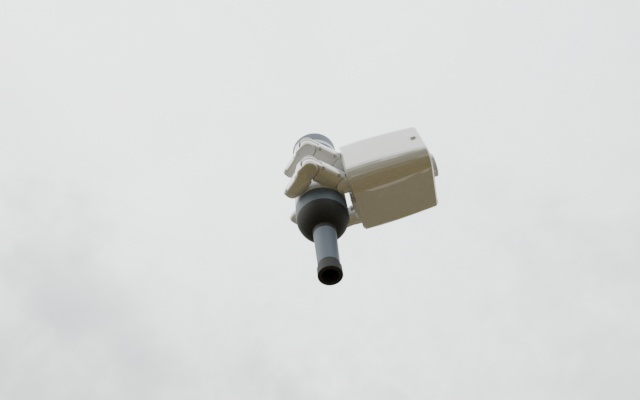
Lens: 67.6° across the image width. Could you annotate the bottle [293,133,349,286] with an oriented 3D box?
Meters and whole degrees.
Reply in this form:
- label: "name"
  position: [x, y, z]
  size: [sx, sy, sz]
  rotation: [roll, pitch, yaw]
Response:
- label: "bottle"
  position: [0.000, 0.002, 0.625]
  size: [0.069, 0.069, 0.295]
  rotation: [0, 32, -5]
